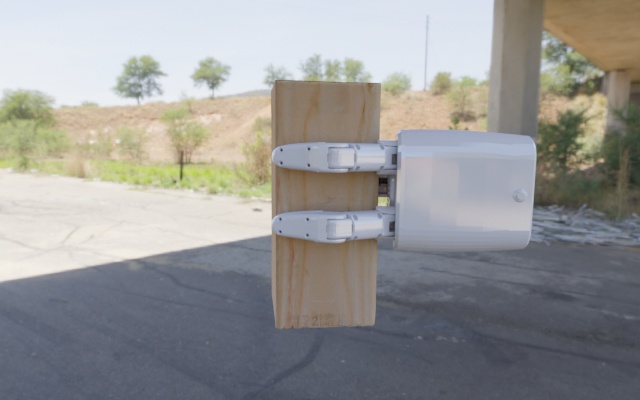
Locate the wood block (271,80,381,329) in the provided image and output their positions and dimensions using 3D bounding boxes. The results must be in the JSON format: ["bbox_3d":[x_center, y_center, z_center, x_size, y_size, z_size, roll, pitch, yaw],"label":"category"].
[{"bbox_3d":[0.000,0.001,0.438,0.090,0.206,0.091,0,7,-7],"label":"wood block"}]
